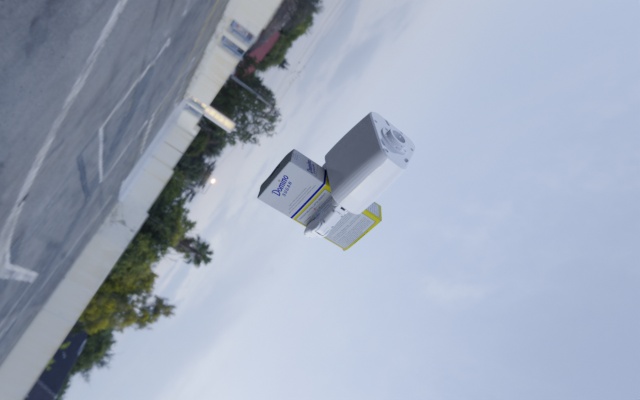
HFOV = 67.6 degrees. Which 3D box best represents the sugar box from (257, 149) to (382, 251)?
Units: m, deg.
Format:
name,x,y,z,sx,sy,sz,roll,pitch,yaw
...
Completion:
name,x,y,z,sx,sy,sz,roll,pitch,yaw
sugar box,0.000,0.002,0.751,0.176,0.093,0.048,34,33,-17
